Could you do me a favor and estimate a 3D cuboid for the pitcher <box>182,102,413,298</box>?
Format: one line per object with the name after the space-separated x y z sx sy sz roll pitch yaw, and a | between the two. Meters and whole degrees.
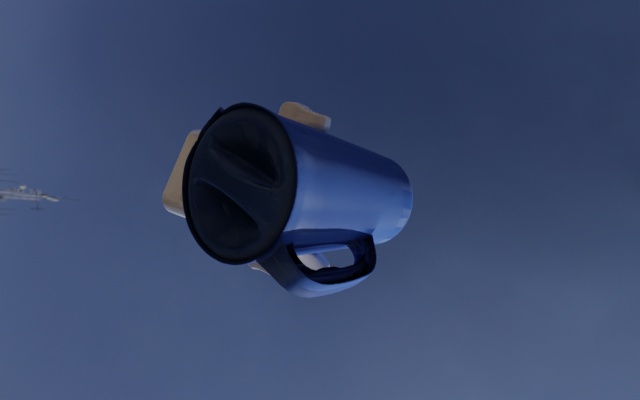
0.000 0.001 0.478 0.145 0.149 0.243 10 2 36 | pitcher
